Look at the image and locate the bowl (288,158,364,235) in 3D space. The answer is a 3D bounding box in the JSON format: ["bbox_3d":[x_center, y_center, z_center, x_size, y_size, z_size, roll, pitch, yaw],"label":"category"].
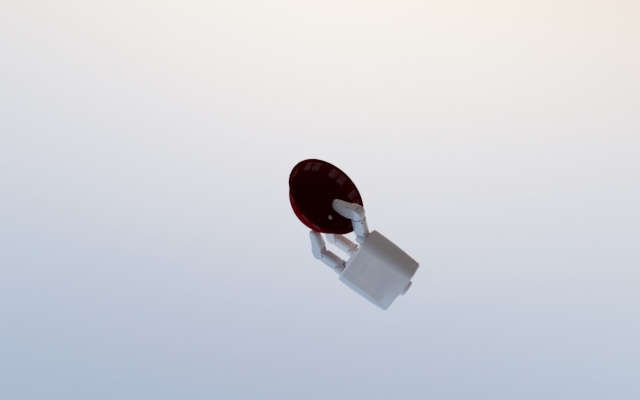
[{"bbox_3d":[-0.001,0.002,0.885,0.162,0.162,0.055,0,-30,-37],"label":"bowl"}]
